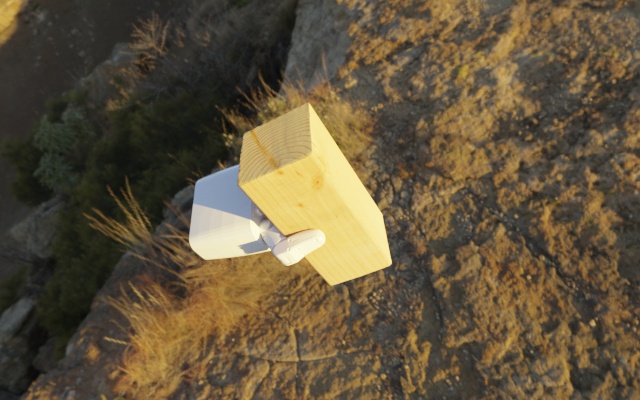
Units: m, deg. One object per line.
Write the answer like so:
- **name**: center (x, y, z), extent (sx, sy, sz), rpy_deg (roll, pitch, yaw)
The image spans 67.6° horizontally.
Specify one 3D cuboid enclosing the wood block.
- **wood block**: center (0.000, 0.002, 0.568), extent (0.090, 0.090, 0.206), rpy_deg (-22, -47, 18)
